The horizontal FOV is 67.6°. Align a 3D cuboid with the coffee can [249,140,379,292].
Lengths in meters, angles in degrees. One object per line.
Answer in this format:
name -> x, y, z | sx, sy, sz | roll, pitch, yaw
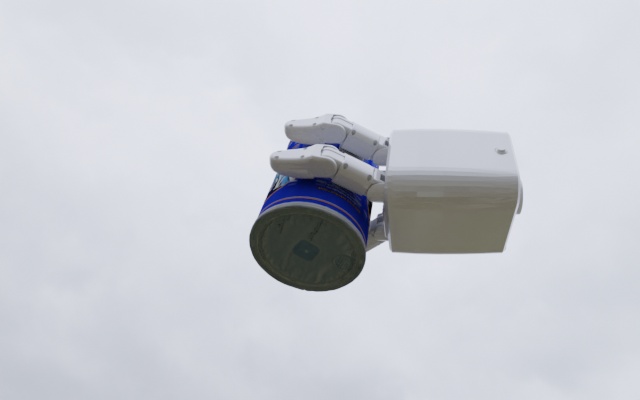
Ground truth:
coffee can -> 0.000, 0.002, 0.463 | 0.103, 0.103, 0.140 | 0, 38, 13
